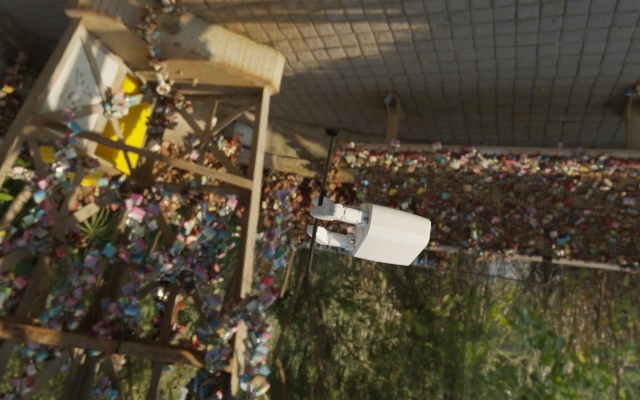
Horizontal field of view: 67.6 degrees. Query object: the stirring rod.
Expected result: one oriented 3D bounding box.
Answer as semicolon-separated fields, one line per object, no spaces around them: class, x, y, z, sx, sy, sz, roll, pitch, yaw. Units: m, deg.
stirring rod;0.000;0.003;0.814;0.011;0.239;0.011;10;-17;3
